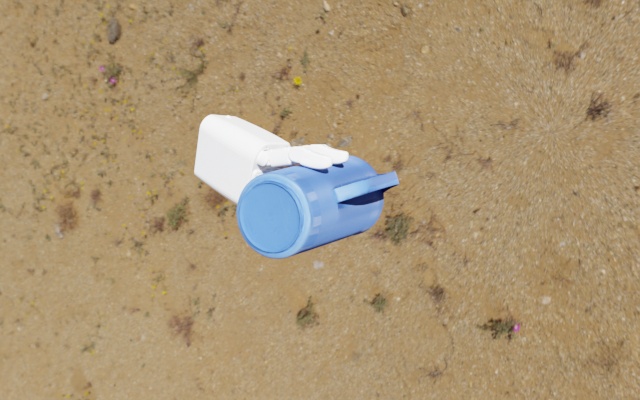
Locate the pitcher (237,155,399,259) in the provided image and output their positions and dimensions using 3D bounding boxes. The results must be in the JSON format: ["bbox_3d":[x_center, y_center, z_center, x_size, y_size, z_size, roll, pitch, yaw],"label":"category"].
[{"bbox_3d":[0.000,0.002,0.680,0.145,0.149,0.243,31,19,19],"label":"pitcher"}]
